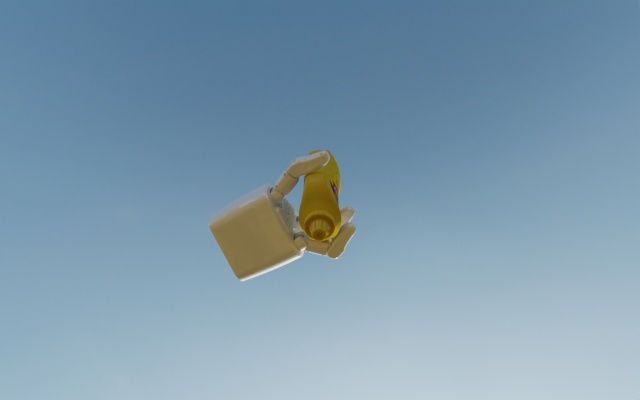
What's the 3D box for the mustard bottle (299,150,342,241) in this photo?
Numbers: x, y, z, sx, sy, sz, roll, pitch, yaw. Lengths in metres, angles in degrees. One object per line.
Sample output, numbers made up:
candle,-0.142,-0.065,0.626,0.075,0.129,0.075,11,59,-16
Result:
mustard bottle,0.000,0.002,0.687,0.058,0.096,0.191,-3,26,4
